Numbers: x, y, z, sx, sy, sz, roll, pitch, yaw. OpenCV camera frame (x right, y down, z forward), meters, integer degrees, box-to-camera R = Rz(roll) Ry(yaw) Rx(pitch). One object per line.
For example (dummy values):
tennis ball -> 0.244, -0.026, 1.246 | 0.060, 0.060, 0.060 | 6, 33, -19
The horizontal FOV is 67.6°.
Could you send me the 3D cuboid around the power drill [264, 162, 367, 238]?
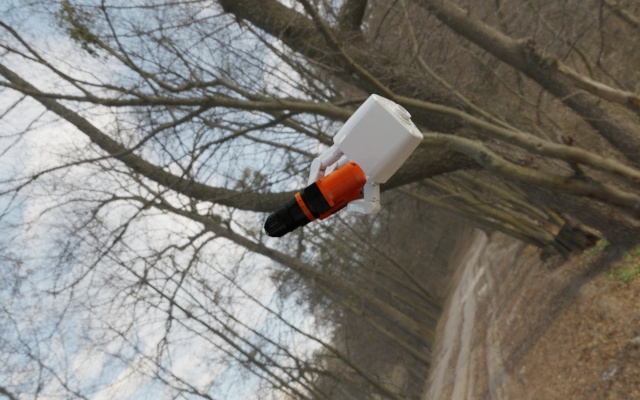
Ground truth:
power drill -> 0.000, 0.002, 0.825 | 0.184, 0.057, 0.187 | -31, -3, 8
